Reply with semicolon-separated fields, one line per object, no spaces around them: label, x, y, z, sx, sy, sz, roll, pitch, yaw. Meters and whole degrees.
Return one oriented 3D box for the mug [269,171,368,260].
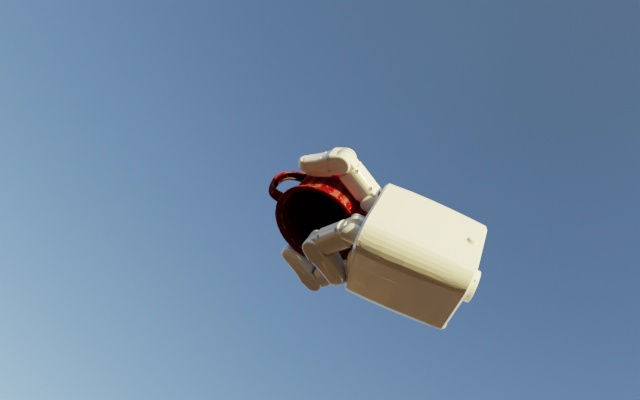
mug;-0.001;0.001;0.521;0.117;0.093;0.081;24;38;13
